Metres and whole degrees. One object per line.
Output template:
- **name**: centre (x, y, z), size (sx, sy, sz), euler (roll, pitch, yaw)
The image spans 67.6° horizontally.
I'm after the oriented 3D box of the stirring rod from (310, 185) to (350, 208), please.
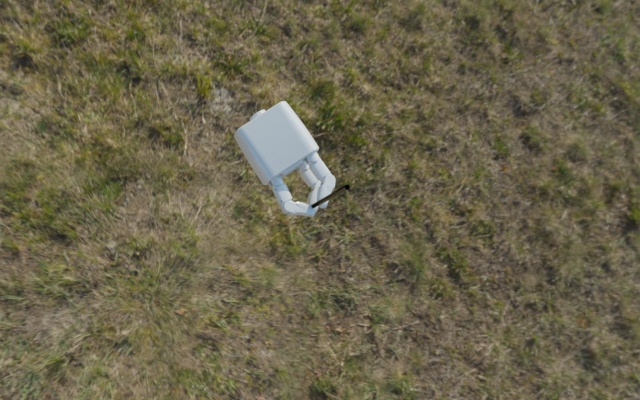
- **stirring rod**: centre (0.000, 0.003, 0.813), size (0.011, 0.011, 0.239), euler (0, -11, -19)
